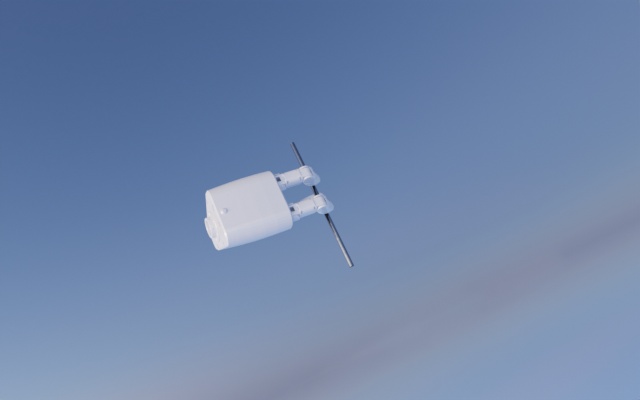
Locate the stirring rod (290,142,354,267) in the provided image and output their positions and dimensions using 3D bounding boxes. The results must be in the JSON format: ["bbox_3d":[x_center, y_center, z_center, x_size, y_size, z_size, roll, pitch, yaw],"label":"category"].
[{"bbox_3d":[0.000,0.003,0.801,0.011,0.239,0.011,-23,-18,-8],"label":"stirring rod"}]
